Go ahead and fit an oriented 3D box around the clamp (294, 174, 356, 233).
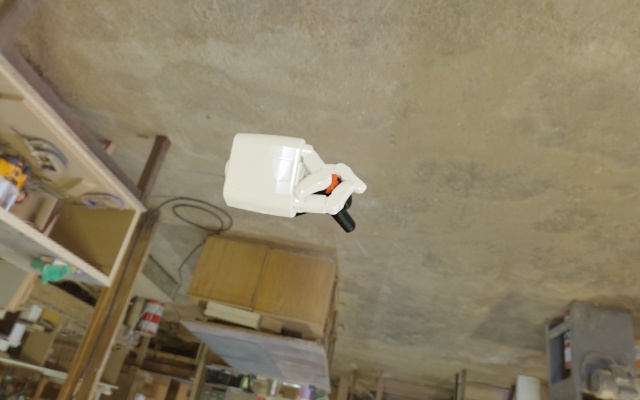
[{"bbox_3d":[0.000,0.003,0.794,0.120,0.039,0.172,8,-27,7],"label":"clamp"}]
